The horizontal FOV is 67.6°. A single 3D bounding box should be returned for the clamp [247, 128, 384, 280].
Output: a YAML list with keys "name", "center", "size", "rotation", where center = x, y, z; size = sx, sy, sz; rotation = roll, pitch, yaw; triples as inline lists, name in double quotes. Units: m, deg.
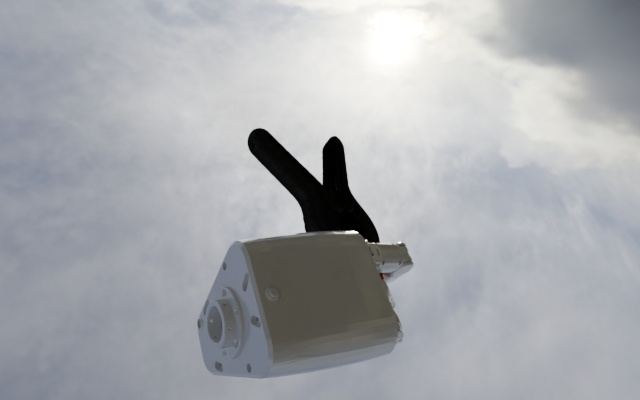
- name: "clamp"
  center: [0.000, 0.002, 0.435]
  size: [0.120, 0.171, 0.039]
  rotation: [3, -37, -39]
